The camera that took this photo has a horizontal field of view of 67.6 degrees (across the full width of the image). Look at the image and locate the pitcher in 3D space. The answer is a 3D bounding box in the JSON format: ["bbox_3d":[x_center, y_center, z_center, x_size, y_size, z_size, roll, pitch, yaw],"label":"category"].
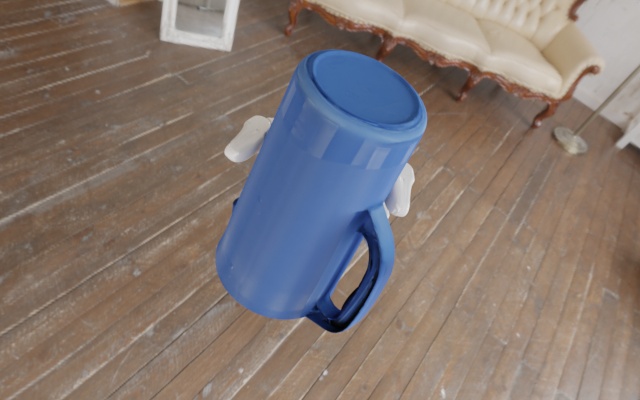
[{"bbox_3d":[0.000,0.001,0.431,0.149,0.145,0.243,19,-46,-10],"label":"pitcher"}]
